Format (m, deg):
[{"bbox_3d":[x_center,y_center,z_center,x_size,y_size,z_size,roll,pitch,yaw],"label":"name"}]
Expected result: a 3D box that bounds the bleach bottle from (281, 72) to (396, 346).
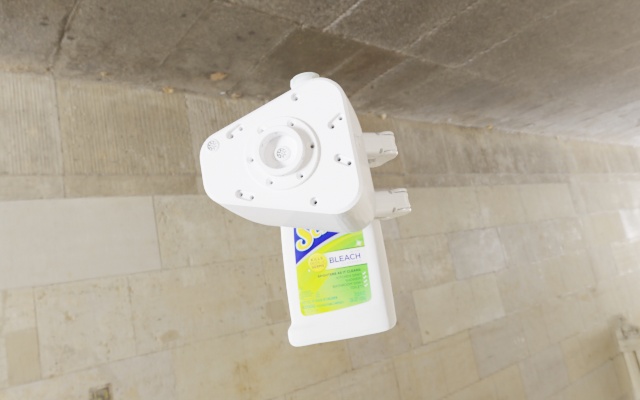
[{"bbox_3d":[0.000,0.002,0.457,0.102,0.250,0.068,-12,-10,8],"label":"bleach bottle"}]
